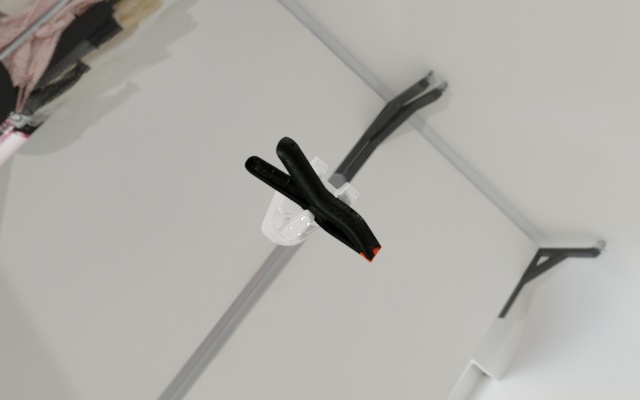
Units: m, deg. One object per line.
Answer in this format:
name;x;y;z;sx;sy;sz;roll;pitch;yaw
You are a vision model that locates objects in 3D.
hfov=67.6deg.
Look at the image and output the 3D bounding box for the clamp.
clamp;0.000;0.003;0.594;0.210;0.036;0.164;40;-15;-8
